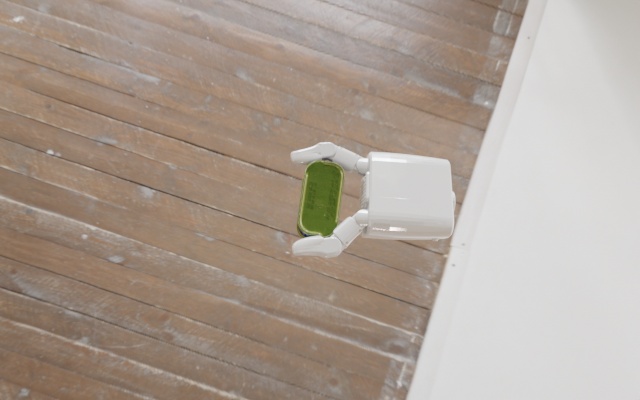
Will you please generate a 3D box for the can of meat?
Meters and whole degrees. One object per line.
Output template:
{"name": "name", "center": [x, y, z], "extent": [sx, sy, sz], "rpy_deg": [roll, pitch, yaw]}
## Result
{"name": "can of meat", "center": [0.000, 0.002, 0.636], "extent": [0.057, 0.102, 0.084], "rpy_deg": [7, -7, -1]}
